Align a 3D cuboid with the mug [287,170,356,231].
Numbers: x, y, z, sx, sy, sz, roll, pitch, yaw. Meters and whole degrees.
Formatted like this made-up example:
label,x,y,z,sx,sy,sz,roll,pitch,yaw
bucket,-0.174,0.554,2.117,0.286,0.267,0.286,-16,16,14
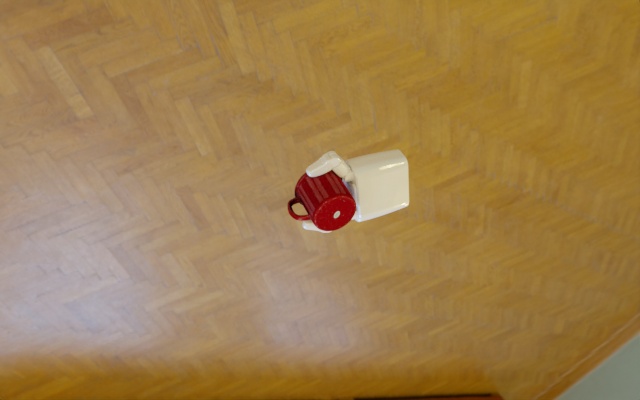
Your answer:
label,x,y,z,sx,sy,sz,roll,pitch,yaw
mug,-0.001,0.003,0.831,0.117,0.093,0.081,-17,44,-14
